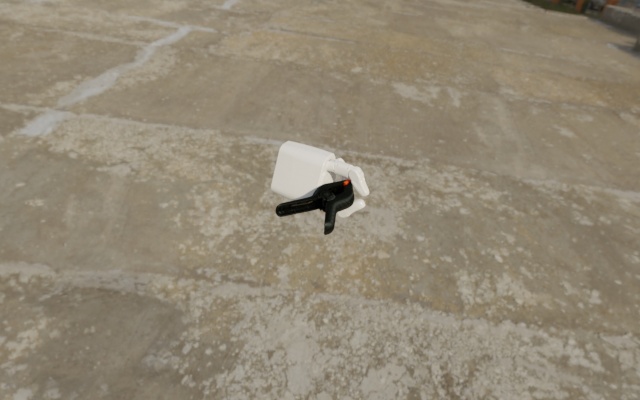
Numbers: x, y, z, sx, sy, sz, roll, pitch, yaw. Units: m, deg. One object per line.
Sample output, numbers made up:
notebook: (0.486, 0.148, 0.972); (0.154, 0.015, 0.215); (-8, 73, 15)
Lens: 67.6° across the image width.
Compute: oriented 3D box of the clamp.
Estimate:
clamp: (0.000, 0.002, 0.891); (0.120, 0.039, 0.171); (20, 33, 20)
